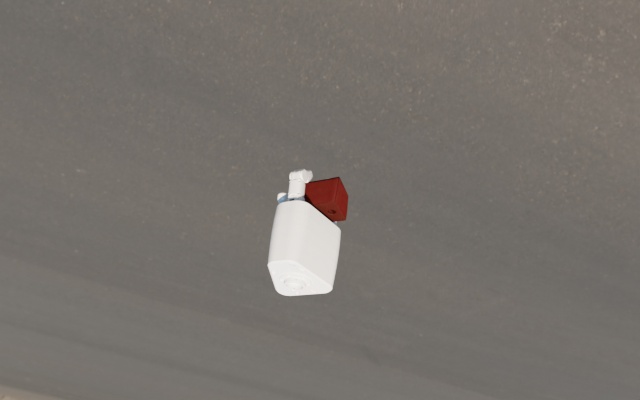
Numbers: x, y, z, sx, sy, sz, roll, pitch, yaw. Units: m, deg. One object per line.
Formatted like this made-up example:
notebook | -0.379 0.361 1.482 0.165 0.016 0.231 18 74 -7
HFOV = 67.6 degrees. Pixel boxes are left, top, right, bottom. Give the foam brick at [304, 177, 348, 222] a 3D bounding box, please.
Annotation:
foam brick | 0.000 0.002 0.765 0.078 0.051 0.053 -9 -40 21
